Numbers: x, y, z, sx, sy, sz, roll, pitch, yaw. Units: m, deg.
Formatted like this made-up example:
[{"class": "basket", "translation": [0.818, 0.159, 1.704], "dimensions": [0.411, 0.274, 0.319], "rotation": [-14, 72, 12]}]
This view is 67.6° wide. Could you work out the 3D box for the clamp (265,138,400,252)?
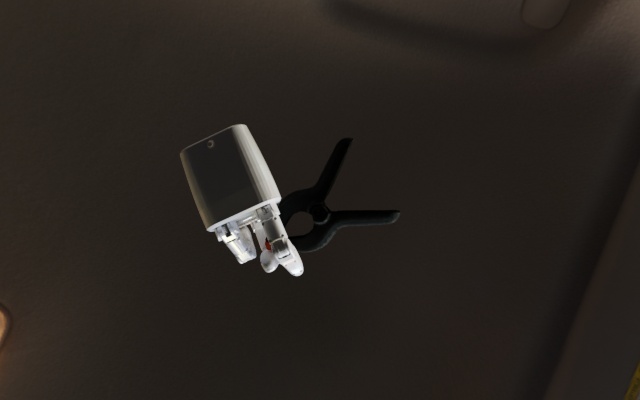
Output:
[{"class": "clamp", "translation": [0.000, 0.002, 0.600], "dimensions": [0.171, 0.120, 0.039], "rotation": [-24, -6, 4]}]
